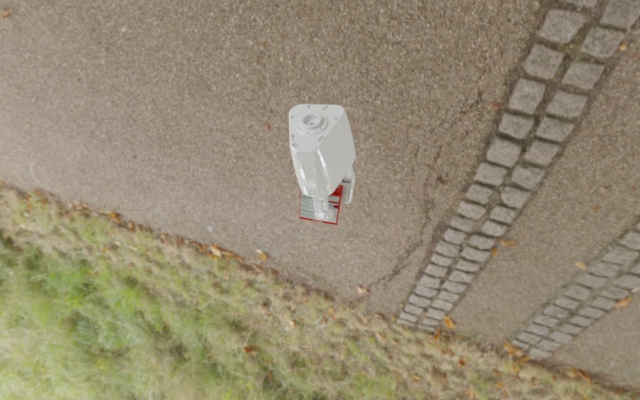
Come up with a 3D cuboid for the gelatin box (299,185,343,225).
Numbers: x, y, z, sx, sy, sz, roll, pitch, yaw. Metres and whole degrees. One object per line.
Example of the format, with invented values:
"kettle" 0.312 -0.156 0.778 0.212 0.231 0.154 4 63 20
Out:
"gelatin box" 0.000 0.003 0.865 0.073 0.030 0.089 9 -39 3
